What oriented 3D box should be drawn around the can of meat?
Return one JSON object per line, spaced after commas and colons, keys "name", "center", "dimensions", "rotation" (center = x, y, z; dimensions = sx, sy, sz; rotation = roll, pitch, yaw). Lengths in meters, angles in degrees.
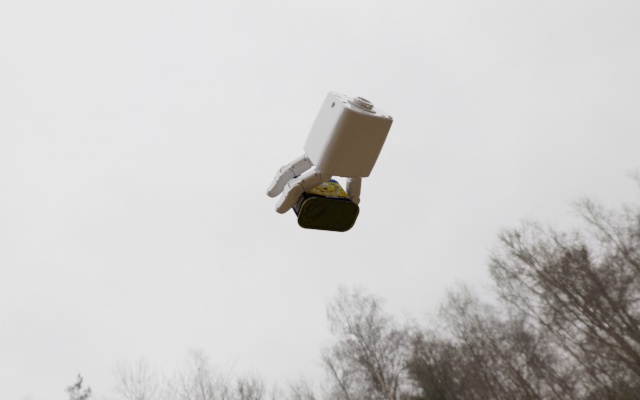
{"name": "can of meat", "center": [0.000, 0.002, 0.778], "dimensions": [0.102, 0.057, 0.084], "rotation": [7, 28, -27]}
